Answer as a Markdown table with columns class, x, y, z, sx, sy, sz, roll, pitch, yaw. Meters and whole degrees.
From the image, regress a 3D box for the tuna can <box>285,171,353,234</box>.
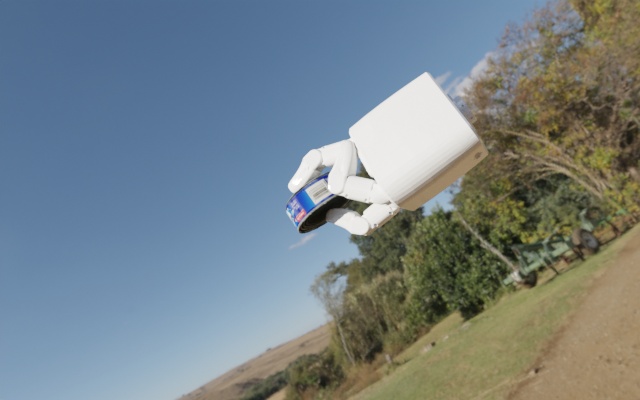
| class | x | y | z | sx | sy | sz | roll | pitch | yaw |
| --- | --- | --- | --- | --- | --- | --- | --- | --- | --- |
| tuna can | 0.000 | 0.001 | 0.584 | 0.086 | 0.033 | 0.086 | -32 | -16 | -10 |
